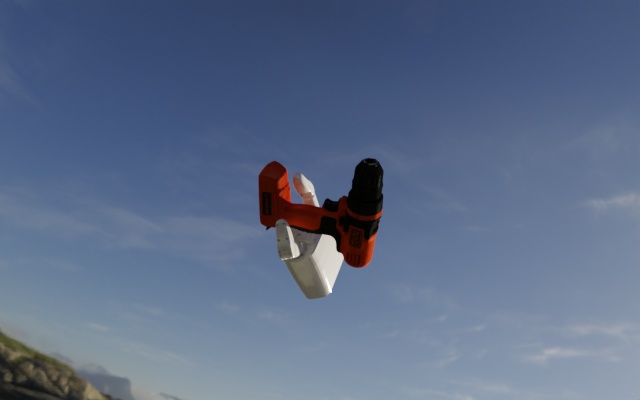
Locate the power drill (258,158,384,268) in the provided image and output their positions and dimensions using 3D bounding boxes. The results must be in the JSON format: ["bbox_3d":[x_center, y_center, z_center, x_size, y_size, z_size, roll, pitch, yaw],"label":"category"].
[{"bbox_3d":[0.000,0.002,0.708,0.187,0.185,0.057,18,37,19],"label":"power drill"}]
